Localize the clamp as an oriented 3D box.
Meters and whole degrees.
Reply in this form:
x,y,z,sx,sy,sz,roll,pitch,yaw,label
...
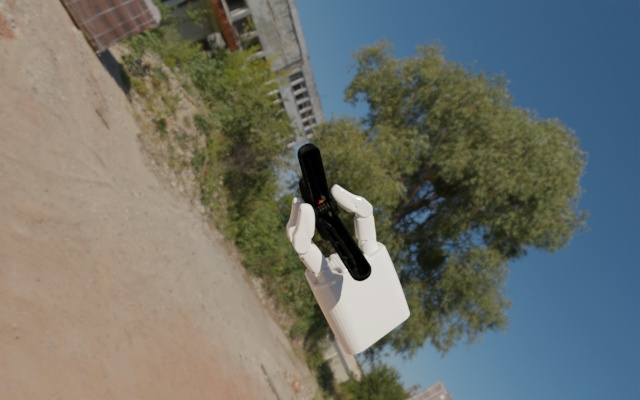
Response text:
x,y,z,sx,sy,sz,roll,pitch,yaw,label
0.001,0.002,0.610,0.036,0.164,0.210,-24,12,-7,clamp
